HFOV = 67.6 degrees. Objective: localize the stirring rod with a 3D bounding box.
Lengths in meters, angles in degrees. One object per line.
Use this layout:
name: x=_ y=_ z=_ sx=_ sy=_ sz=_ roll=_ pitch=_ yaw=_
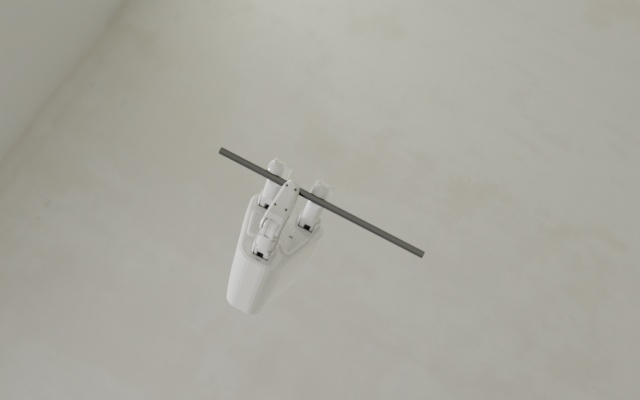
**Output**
stirring rod: x=0.000 y=0.002 z=0.503 sx=0.239 sy=0.011 sz=0.011 roll=27 pitch=1 yaw=3
